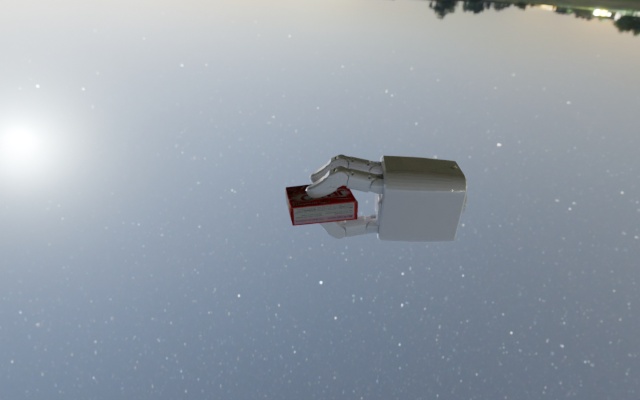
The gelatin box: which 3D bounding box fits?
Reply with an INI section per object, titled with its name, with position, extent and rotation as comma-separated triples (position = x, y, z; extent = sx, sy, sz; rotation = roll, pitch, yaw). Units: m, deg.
[gelatin box]
position = 0.000, 0.003, 0.647
extent = 0.089, 0.030, 0.073
rotation = -6, 24, -8
